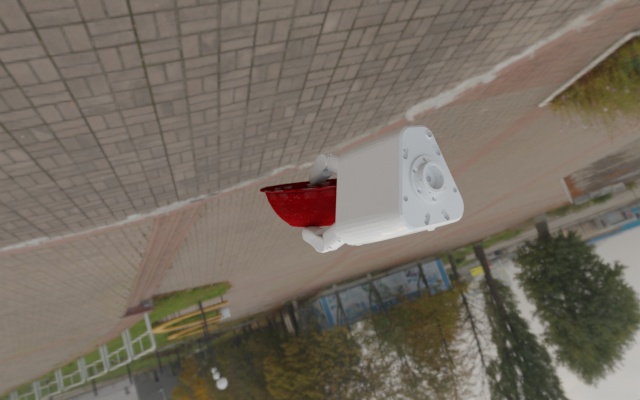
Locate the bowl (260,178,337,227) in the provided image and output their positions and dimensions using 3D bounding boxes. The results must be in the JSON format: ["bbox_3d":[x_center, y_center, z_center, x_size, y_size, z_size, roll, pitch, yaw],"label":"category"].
[{"bbox_3d":[0.000,0.003,0.655,0.162,0.055,0.162,-5,6,1],"label":"bowl"}]
